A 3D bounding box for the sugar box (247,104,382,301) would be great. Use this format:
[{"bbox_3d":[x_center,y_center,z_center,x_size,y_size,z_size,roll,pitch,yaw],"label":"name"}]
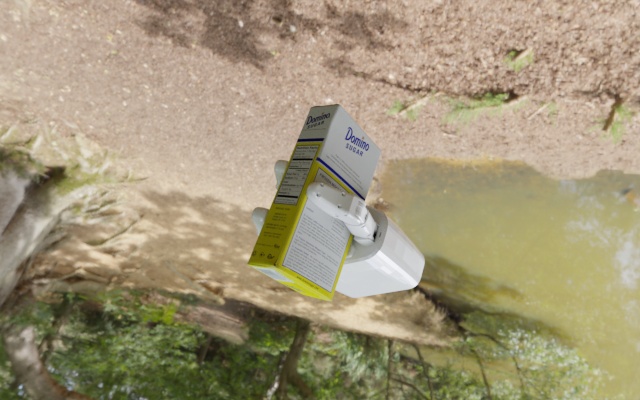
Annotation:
[{"bbox_3d":[0.000,0.002,0.484,0.048,0.176,0.093,1,-27,39],"label":"sugar box"}]
